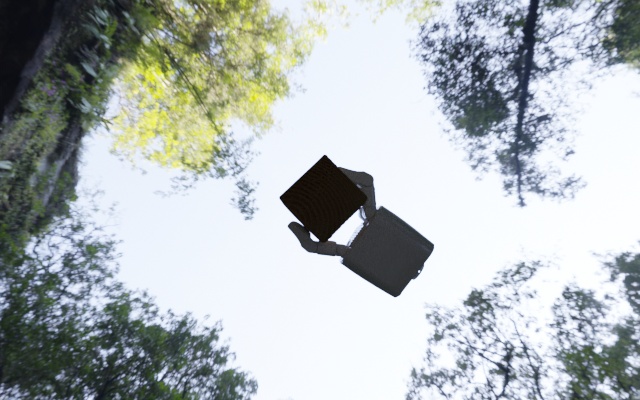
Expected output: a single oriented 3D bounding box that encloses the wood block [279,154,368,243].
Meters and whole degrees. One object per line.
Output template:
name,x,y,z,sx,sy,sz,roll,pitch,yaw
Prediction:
wood block,0.000,0.003,0.748,0.091,0.090,0.206,-44,-1,-4
